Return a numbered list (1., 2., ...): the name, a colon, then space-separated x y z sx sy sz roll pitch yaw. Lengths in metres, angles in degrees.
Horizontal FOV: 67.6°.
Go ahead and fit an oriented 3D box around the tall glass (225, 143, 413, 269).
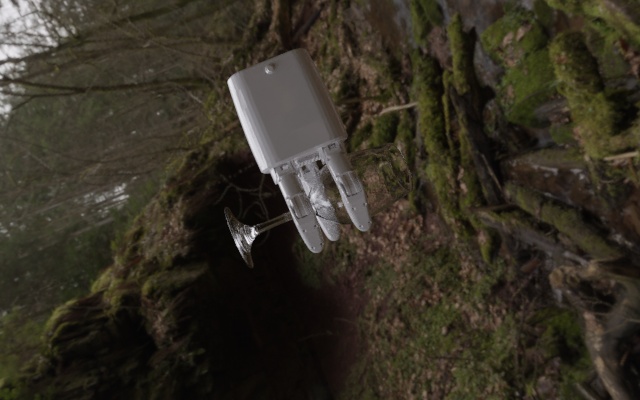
1. tall glass: 0.000 0.002 0.535 0.201 0.079 0.079 -23 2 -4
